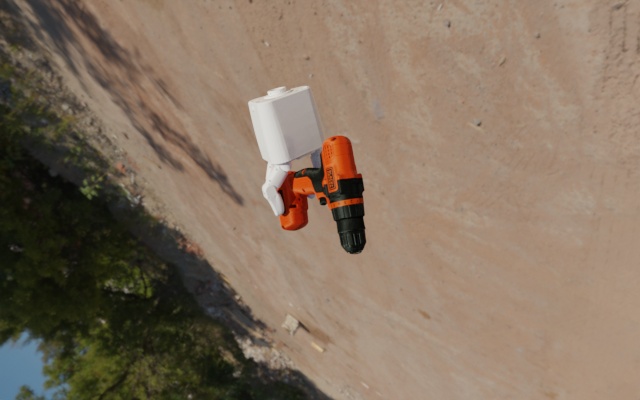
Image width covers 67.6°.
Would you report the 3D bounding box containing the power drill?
[{"bbox_3d":[0.000,0.002,0.790,0.057,0.184,0.188,-3,-8,-38],"label":"power drill"}]
